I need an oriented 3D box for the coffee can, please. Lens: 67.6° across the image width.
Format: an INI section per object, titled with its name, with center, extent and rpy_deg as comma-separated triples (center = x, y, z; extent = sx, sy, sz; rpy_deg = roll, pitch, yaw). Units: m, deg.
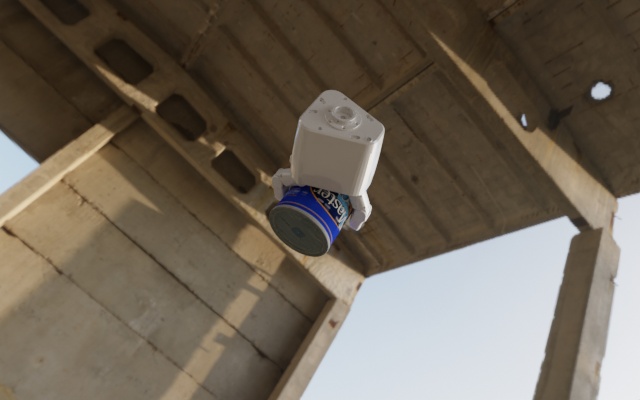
[coffee can]
center = 0.000, 0.003, 0.744
extent = 0.103, 0.103, 0.140
rpy_deg = 0, 41, 40
